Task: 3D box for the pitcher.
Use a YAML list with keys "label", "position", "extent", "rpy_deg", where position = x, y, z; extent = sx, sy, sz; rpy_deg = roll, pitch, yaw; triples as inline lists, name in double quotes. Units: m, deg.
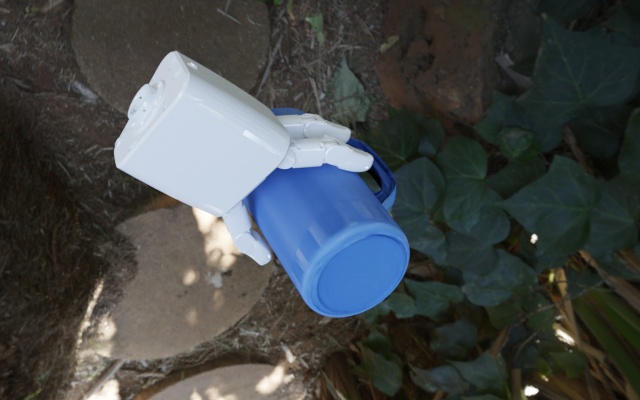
- label: "pitcher"
  position: [0.000, 0.002, 0.514]
  extent: [0.145, 0.149, 0.242]
  rpy_deg: [31, 14, -38]
